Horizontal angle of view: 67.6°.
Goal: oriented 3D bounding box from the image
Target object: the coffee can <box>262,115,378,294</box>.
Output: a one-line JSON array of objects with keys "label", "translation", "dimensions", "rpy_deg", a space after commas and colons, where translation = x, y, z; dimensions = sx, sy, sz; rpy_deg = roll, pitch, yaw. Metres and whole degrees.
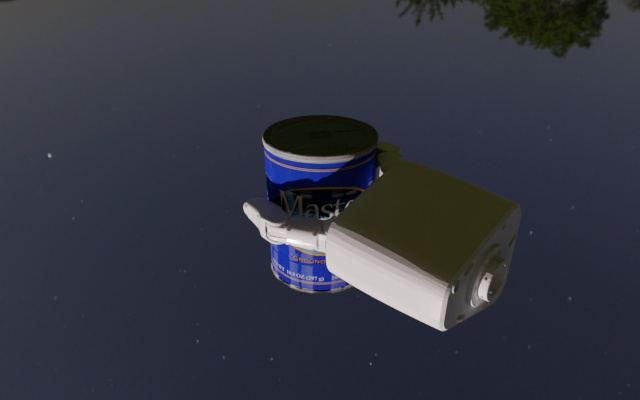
[{"label": "coffee can", "translation": [0.000, 0.001, 0.456], "dimensions": [0.103, 0.140, 0.102], "rpy_deg": [0, 29, 0]}]
